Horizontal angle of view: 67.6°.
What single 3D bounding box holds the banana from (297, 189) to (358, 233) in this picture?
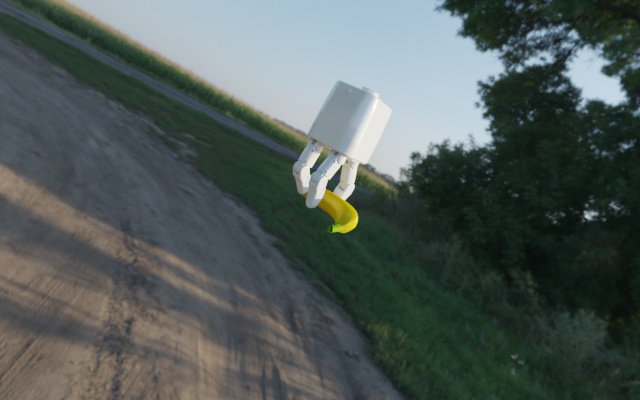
[{"bbox_3d":[0.017,0.010,0.810,0.069,0.037,0.197,20,12,-25],"label":"banana"}]
